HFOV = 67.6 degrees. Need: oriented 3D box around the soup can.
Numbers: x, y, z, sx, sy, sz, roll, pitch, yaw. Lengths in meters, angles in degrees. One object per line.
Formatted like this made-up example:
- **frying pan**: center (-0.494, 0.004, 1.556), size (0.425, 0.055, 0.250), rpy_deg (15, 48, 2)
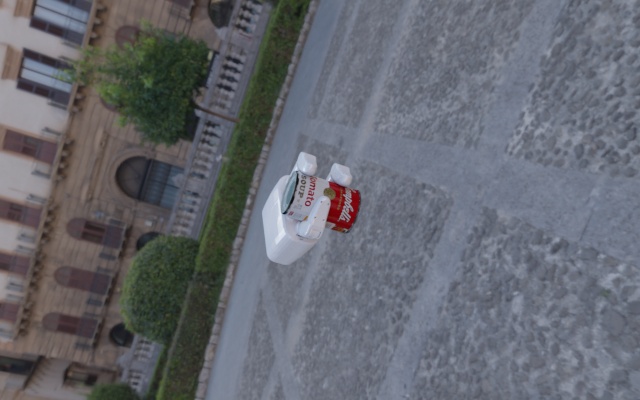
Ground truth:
- **soup can**: center (0.000, 0.002, 0.696), size (0.102, 0.068, 0.068), rpy_deg (18, -5, -16)
